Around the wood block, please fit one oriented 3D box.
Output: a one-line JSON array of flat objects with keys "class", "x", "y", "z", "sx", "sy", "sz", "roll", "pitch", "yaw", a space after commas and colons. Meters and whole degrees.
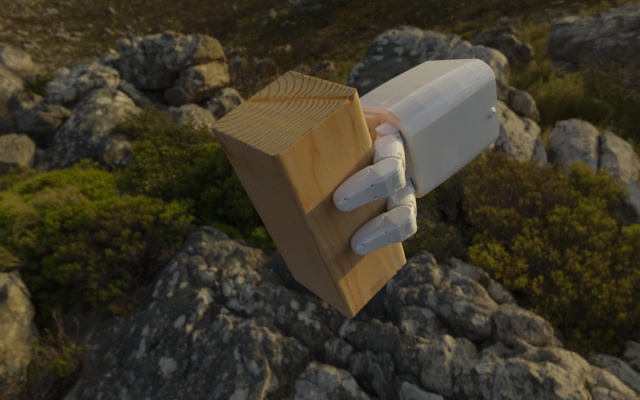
[{"class": "wood block", "x": 0.000, "y": 0.001, "z": 0.437, "sx": 0.090, "sy": 0.206, "sz": 0.090, "roll": -41, "pitch": 43, "yaw": -20}]
